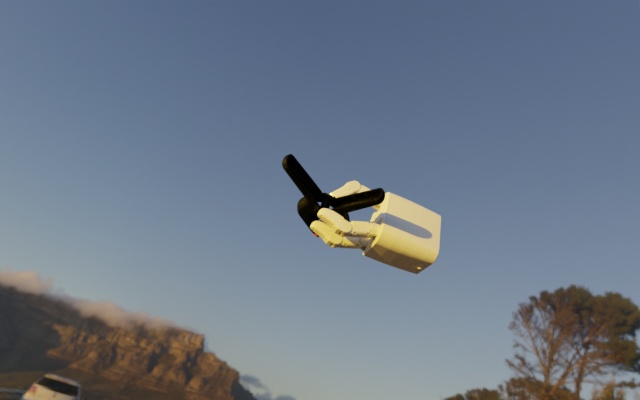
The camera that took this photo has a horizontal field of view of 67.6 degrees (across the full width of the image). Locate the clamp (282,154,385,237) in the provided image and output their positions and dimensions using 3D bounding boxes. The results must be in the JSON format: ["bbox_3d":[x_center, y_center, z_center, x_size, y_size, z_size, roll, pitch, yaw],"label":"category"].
[{"bbox_3d":[0.000,0.002,0.799,0.164,0.036,0.210,25,-28,-2],"label":"clamp"}]
